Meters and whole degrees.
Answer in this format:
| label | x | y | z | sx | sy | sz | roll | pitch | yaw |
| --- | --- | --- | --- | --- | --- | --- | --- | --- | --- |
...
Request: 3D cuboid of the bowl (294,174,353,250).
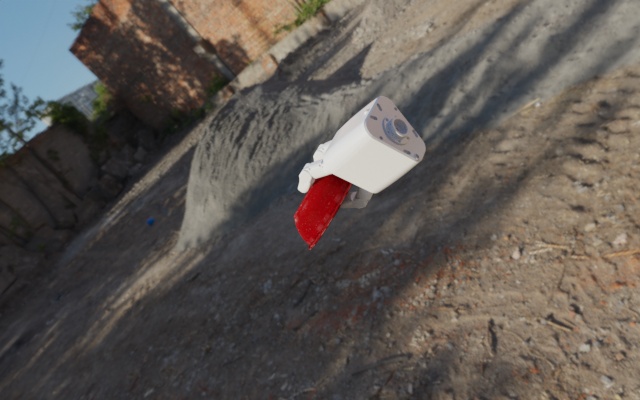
| label | x | y | z | sx | sy | sz | roll | pitch | yaw |
| --- | --- | --- | --- | --- | --- | --- | --- | --- | --- |
| bowl | -0.001 | 0.003 | 0.827 | 0.055 | 0.162 | 0.162 | 30 | -2 | -2 |
